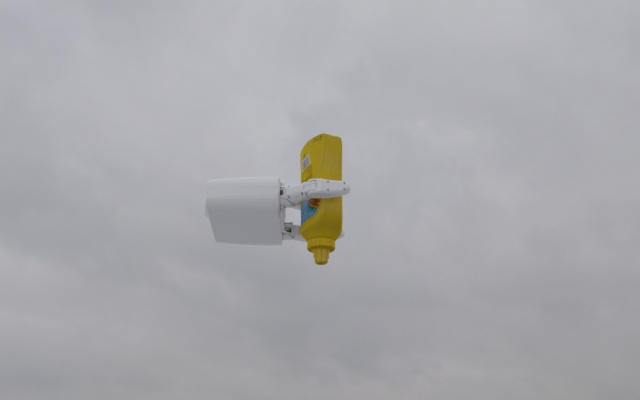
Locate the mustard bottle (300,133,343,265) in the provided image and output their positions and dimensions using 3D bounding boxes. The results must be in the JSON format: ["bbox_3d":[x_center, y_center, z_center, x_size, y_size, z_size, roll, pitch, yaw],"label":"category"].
[{"bbox_3d":[0.000,0.002,0.717,0.058,0.191,0.096,11,-26,-22],"label":"mustard bottle"}]
